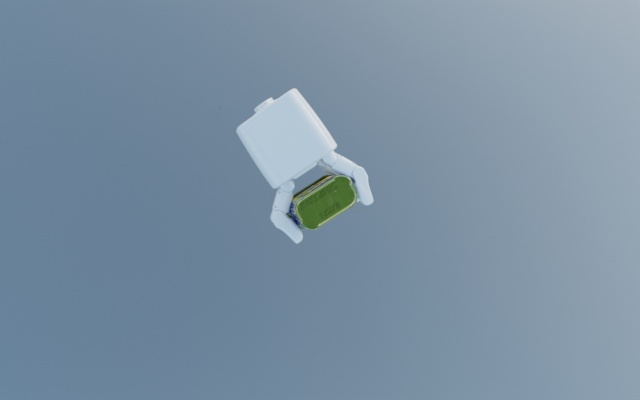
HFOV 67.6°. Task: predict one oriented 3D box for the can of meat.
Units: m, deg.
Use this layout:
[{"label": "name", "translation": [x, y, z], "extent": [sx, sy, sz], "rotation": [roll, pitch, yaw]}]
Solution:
[{"label": "can of meat", "translation": [0.000, 0.002, 0.728], "extent": [0.102, 0.057, 0.084], "rotation": [-33, 7, -10]}]
